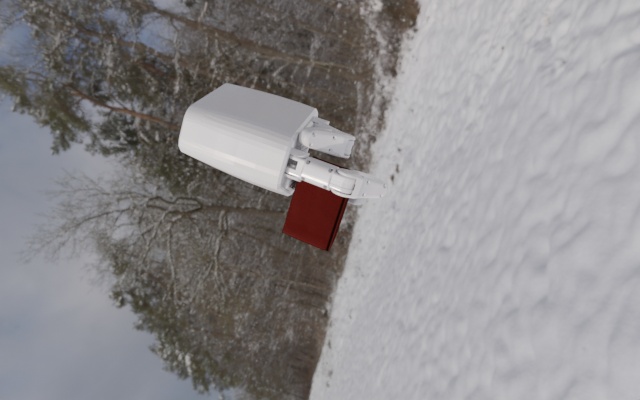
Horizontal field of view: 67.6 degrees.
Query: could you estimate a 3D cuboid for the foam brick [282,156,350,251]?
[{"bbox_3d":[0.000,0.002,0.488,0.051,0.078,0.053,19,14,6],"label":"foam brick"}]
